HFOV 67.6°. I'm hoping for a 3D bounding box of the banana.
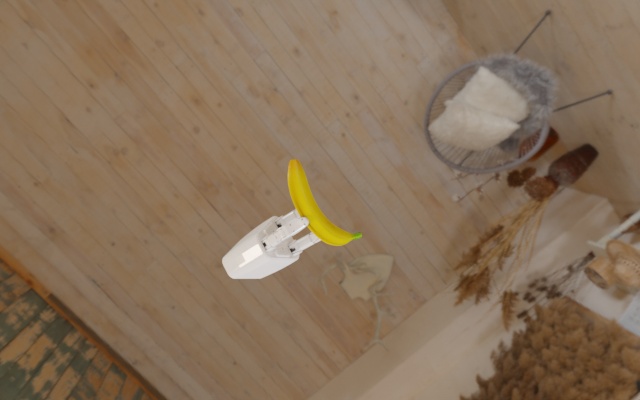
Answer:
[{"bbox_3d":[-0.008,0.017,0.874,0.037,0.198,0.069,-20,24,53],"label":"banana"}]
